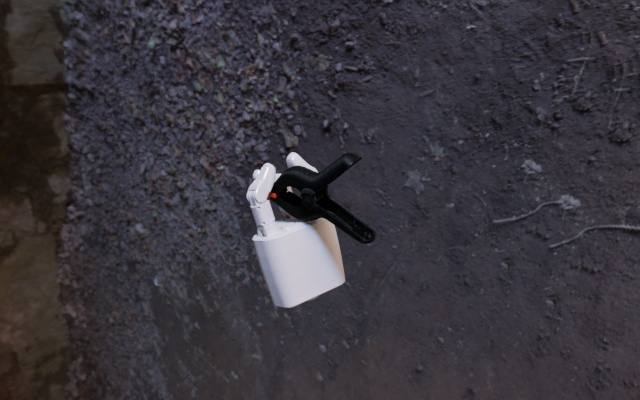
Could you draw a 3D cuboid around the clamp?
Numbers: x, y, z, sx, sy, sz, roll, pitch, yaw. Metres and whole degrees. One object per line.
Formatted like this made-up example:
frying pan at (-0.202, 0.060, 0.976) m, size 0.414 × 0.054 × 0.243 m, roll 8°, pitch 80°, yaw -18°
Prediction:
clamp at (0.000, 0.002, 0.632) m, size 0.171 × 0.120 × 0.039 m, roll -3°, pitch 17°, yaw 46°
